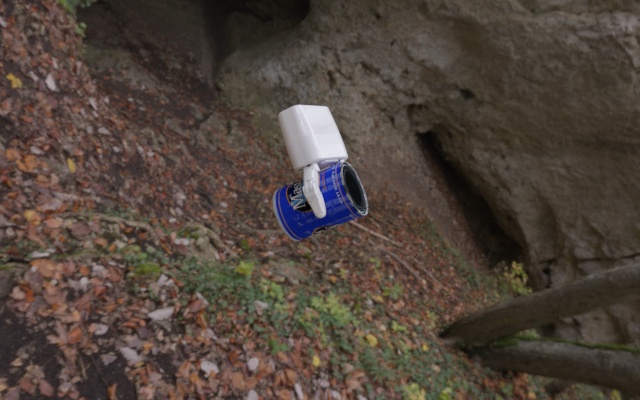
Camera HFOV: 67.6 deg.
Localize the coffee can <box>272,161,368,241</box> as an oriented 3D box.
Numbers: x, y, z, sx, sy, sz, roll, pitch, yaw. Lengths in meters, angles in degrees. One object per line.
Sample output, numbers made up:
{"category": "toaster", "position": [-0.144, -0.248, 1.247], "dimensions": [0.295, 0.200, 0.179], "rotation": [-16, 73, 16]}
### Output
{"category": "coffee can", "position": [0.000, 0.003, 0.855], "dimensions": [0.140, 0.103, 0.103], "rotation": [-22, -8, 21]}
